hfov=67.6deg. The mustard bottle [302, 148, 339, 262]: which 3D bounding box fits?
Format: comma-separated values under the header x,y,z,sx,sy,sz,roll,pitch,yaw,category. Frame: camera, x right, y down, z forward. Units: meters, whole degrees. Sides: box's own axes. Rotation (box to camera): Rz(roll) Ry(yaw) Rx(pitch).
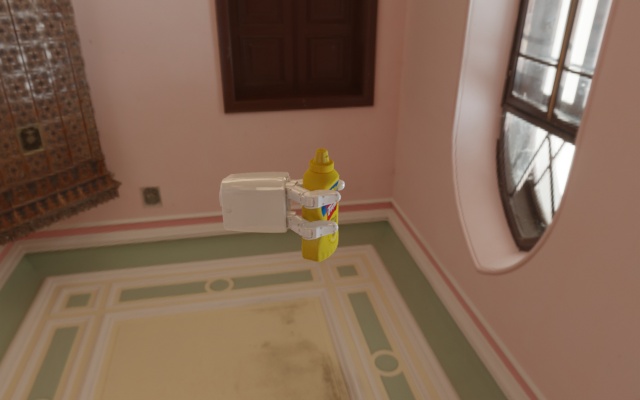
x,y,z,sx,sy,sz,roll,pitch,yaw,category
0.000,0.003,0.823,0.058,0.192,0.096,12,29,21,mustard bottle
